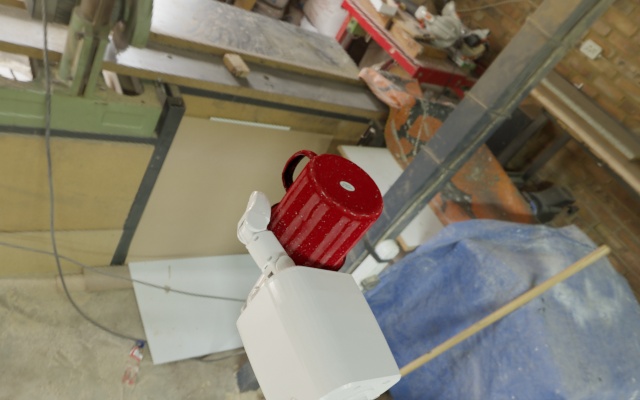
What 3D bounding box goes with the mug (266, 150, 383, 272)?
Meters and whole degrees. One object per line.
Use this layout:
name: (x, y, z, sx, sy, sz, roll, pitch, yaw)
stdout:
mug: (0.000, 0.000, 0.457, 0.093, 0.117, 0.081, -1, -39, -42)
